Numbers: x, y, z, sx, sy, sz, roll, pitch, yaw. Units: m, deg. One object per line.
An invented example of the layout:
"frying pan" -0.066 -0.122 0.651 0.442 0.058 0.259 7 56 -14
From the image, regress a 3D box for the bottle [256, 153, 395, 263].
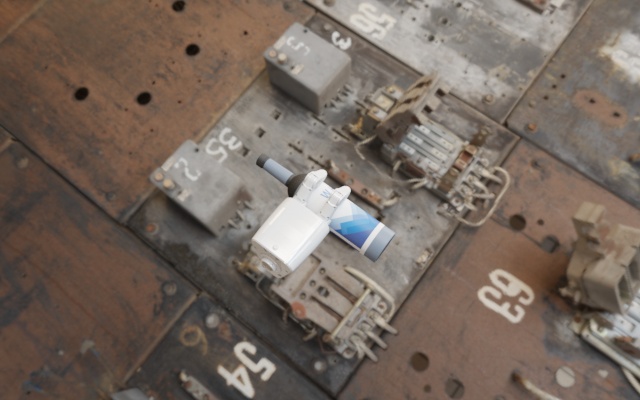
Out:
"bottle" 0.000 0.003 0.897 0.295 0.069 0.069 36 8 12
